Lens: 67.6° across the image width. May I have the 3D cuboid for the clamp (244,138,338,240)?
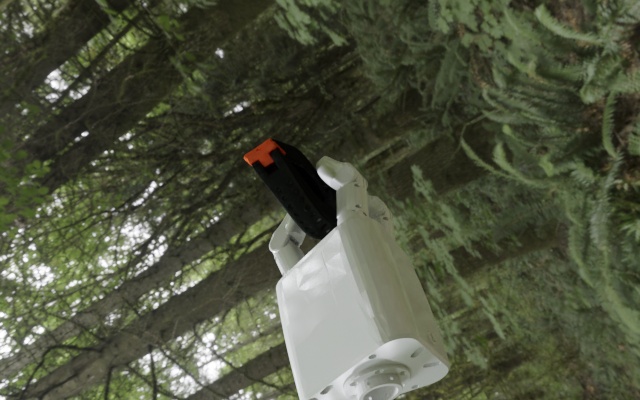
[{"bbox_3d":[-0.001,0.002,0.460,0.036,0.164,0.210,-33,-47,13],"label":"clamp"}]
